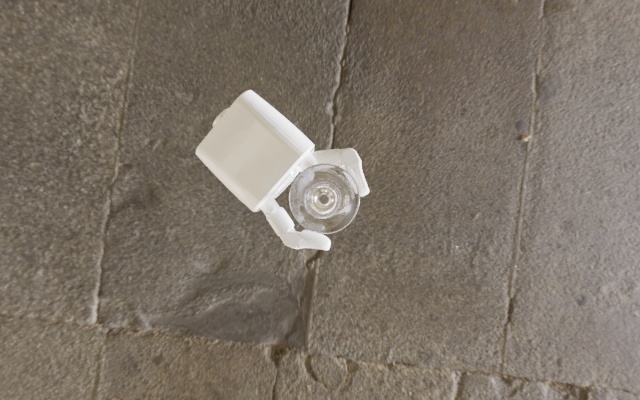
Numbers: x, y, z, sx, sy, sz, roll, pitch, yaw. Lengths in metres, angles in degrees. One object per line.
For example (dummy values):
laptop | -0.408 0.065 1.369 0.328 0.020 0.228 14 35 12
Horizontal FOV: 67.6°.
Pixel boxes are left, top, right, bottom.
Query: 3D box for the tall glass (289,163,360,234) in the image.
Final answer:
tall glass | 0.000 0.002 0.597 0.079 0.079 0.201 0 -3 -2
